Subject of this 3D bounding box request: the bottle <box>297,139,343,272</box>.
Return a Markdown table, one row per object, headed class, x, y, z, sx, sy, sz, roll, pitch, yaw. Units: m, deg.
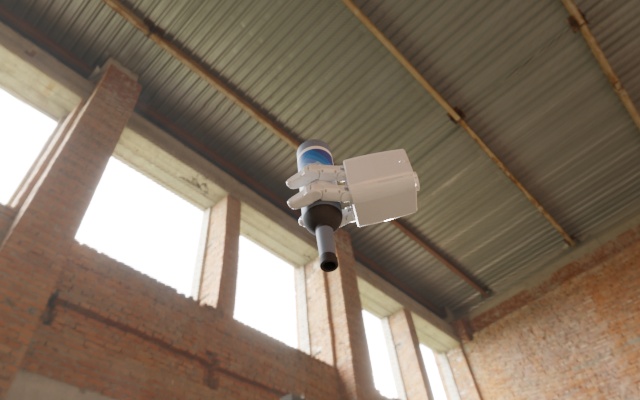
| class | x | y | z | sx | sy | sz | roll | pitch | yaw |
| --- | --- | --- | --- | --- | --- | --- | --- | --- | --- |
| bottle | 0.000 | 0.003 | 0.810 | 0.069 | 0.069 | 0.295 | 0 | 39 | -6 |
